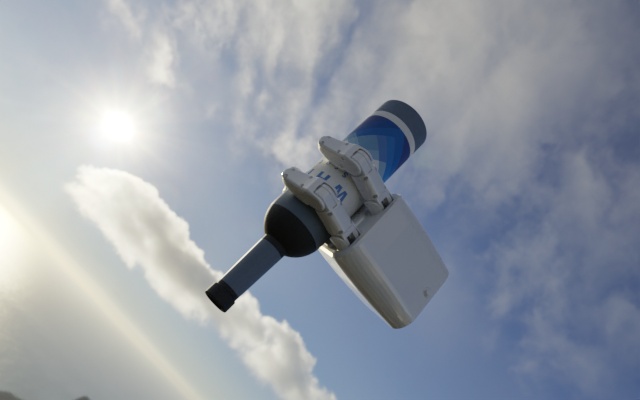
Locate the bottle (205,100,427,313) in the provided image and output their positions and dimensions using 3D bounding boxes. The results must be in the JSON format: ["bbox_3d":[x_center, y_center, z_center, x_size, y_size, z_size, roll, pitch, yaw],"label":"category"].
[{"bbox_3d":[0.000,0.001,0.498,0.295,0.069,0.069,-43,22,-25],"label":"bottle"}]
